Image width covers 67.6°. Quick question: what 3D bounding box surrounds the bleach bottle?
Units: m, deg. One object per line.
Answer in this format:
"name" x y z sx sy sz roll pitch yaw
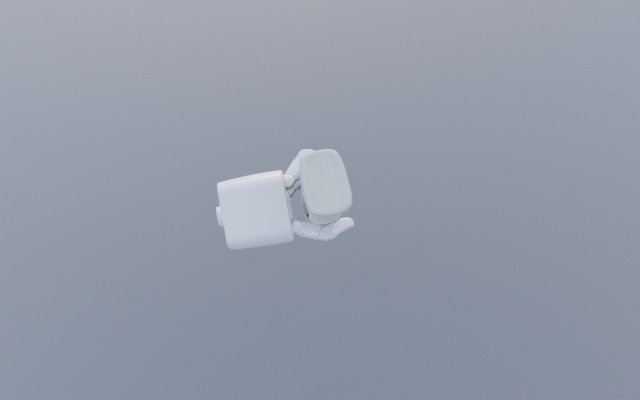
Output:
"bleach bottle" 0.000 0.002 0.794 0.068 0.102 0.251 -11 -14 -6
